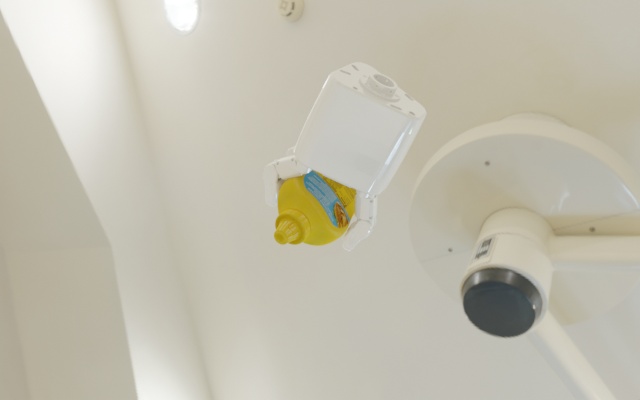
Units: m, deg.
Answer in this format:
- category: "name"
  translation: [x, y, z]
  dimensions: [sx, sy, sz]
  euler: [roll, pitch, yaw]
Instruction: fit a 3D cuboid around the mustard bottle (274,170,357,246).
- category: "mustard bottle"
  translation: [0.000, 0.002, 0.597]
  dimensions: [0.058, 0.096, 0.191]
  euler: [-32, 6, 37]
